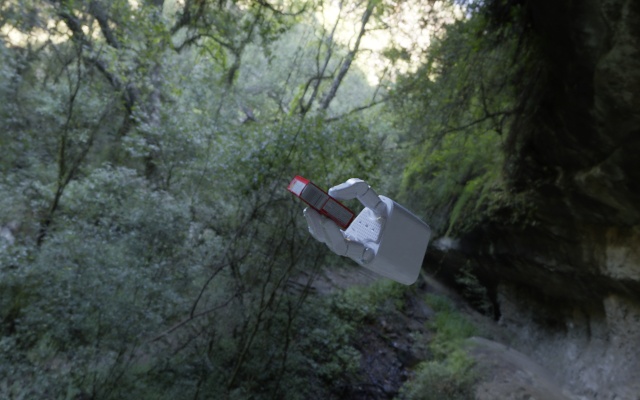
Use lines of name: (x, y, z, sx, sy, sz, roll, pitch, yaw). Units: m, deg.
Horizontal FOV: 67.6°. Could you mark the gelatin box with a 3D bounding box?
gelatin box: (0.000, 0.002, 0.701, 0.089, 0.030, 0.073, 36, -1, -20)
